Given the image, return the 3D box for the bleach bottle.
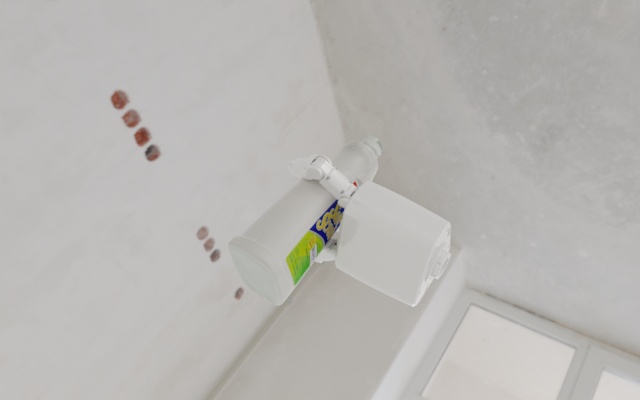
[{"bbox_3d":[0.000,0.002,0.579,0.068,0.250,0.103,27,-31,25],"label":"bleach bottle"}]
